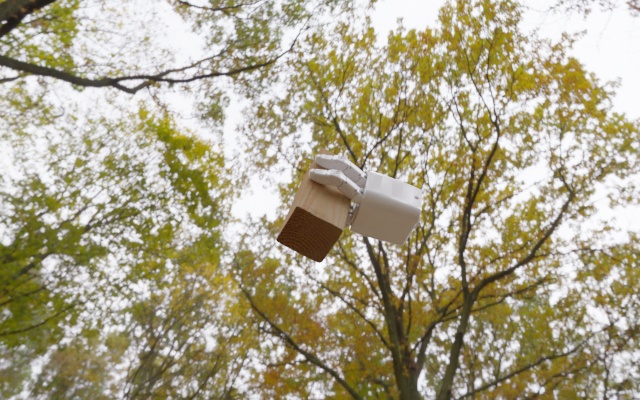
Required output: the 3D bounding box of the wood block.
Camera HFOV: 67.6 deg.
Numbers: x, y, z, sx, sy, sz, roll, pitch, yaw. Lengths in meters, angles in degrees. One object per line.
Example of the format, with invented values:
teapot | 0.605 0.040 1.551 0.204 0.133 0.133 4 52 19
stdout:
wood block | 0.000 0.003 0.875 0.090 0.091 0.206 28 35 -6
